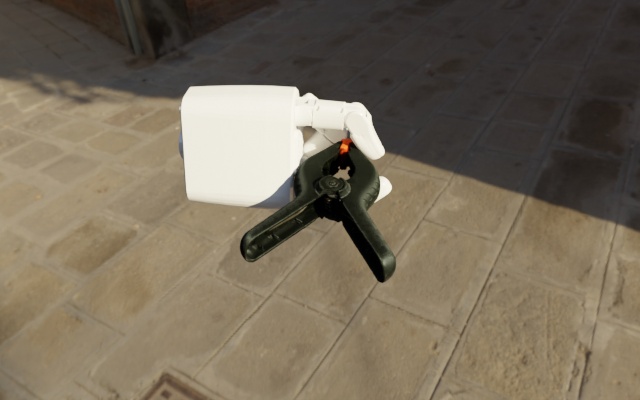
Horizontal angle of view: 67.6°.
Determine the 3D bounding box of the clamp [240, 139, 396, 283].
[{"bbox_3d":[0.000,0.001,0.417,0.120,0.039,0.171,7,37,-2],"label":"clamp"}]
